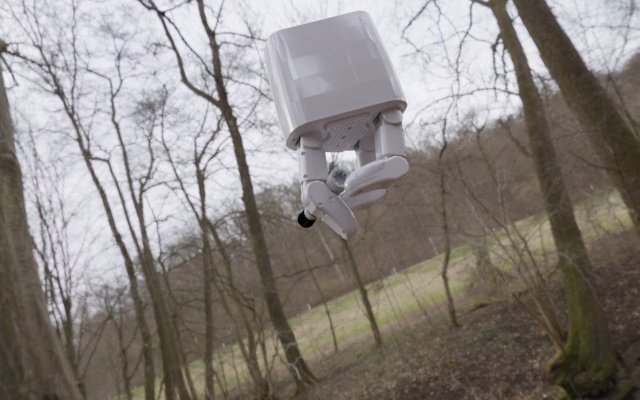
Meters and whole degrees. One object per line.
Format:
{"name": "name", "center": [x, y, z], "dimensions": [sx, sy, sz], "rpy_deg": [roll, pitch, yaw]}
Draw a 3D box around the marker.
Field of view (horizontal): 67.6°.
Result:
{"name": "marker", "center": [0.000, 0.002, 0.464], "dimensions": [0.020, 0.020, 0.121], "rpy_deg": [0, -20, -18]}
